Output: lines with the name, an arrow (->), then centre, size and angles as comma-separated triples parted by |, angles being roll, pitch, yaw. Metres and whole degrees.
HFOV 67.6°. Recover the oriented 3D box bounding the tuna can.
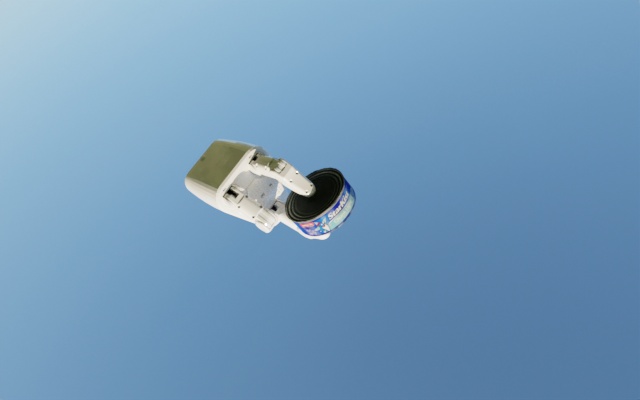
tuna can -> 0.000, 0.002, 0.592 | 0.086, 0.086, 0.034 | 0, -38, 42
